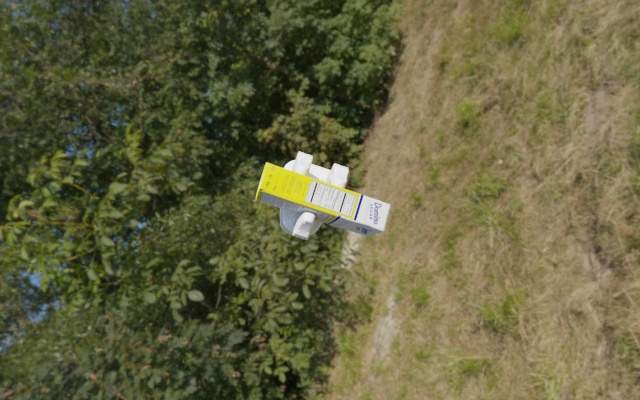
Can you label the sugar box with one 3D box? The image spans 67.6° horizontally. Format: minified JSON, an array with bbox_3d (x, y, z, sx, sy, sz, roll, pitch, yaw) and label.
[{"bbox_3d":[0.000,0.002,0.666,0.176,0.048,0.093,16,-11,-7],"label":"sugar box"}]
